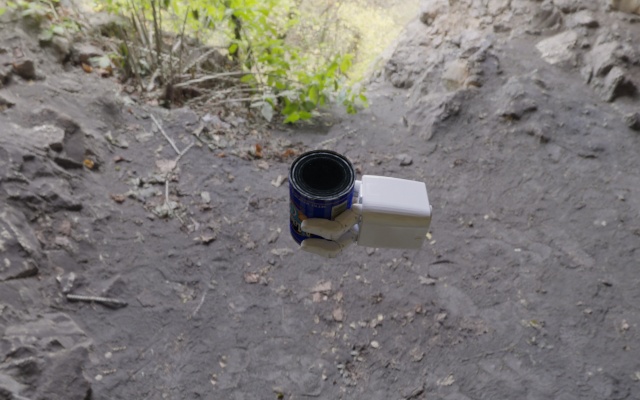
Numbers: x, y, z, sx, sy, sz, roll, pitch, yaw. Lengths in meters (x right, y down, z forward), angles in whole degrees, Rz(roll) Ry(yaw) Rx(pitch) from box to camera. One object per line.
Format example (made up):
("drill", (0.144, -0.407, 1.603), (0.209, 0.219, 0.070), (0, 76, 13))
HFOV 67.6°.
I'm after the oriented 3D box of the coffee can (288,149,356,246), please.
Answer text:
("coffee can", (0.000, 0.003, 0.770), (0.103, 0.102, 0.140), (0, -38, -3))
